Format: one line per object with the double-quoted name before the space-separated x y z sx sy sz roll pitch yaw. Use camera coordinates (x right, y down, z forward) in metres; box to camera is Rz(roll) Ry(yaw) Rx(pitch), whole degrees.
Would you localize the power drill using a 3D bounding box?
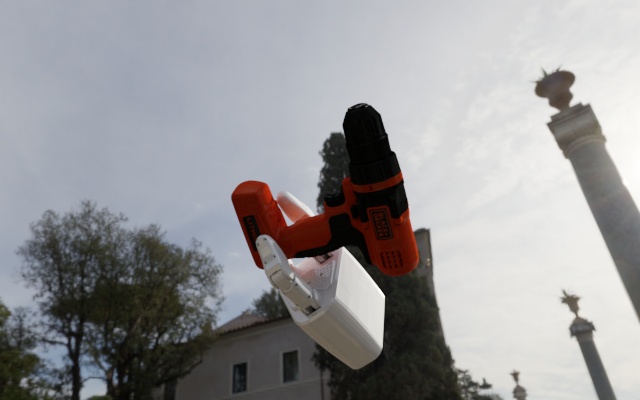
"power drill" 0.000 0.002 0.514 0.187 0.184 0.057 -9 17 25
